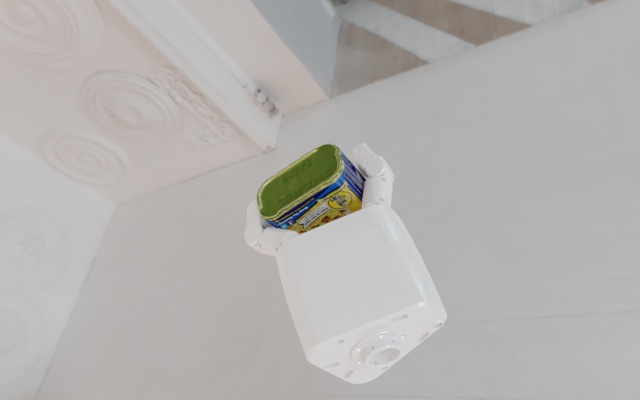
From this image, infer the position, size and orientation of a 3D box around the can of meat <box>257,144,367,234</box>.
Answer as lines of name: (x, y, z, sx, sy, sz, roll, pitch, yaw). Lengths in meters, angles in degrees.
can of meat: (0.000, 0.001, 0.476, 0.102, 0.057, 0.084, -32, -46, 15)
